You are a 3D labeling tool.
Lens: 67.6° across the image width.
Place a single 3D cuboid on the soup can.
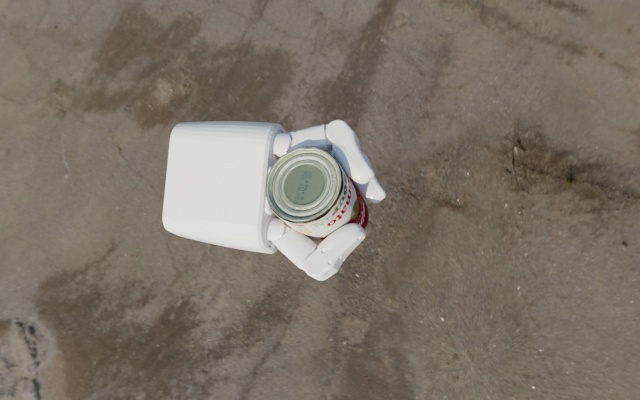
[{"bbox_3d":[0.000,0.001,0.427,0.068,0.068,0.102,0,-18,18],"label":"soup can"}]
